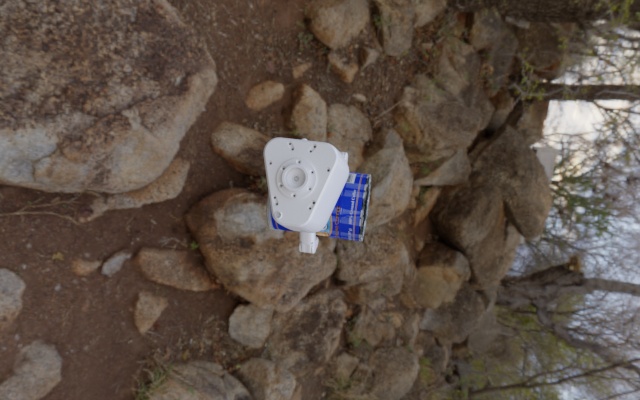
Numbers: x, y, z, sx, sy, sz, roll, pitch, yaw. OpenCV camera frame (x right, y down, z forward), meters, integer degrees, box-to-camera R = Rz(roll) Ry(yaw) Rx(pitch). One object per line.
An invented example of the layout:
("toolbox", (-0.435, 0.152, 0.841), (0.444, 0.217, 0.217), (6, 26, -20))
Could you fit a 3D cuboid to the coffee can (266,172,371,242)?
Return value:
("coffee can", (0.000, 0.002, 0.722), (0.140, 0.103, 0.103), (8, 1, 9))
